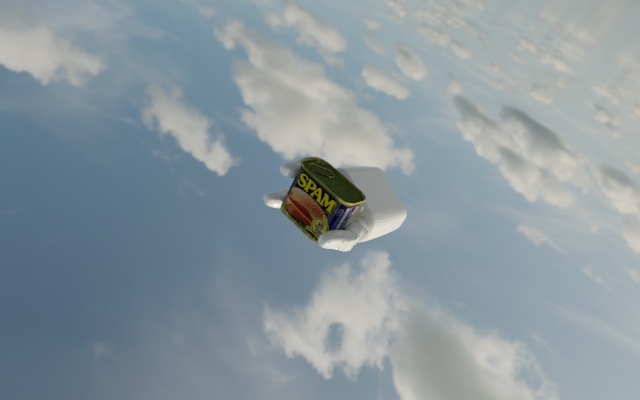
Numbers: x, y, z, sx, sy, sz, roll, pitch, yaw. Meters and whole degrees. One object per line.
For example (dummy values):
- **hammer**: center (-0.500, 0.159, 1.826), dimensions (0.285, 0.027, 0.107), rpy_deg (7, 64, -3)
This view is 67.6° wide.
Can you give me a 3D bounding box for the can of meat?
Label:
- **can of meat**: center (0.000, 0.003, 0.675), dimensions (0.102, 0.084, 0.057), rpy_deg (43, 31, 23)
